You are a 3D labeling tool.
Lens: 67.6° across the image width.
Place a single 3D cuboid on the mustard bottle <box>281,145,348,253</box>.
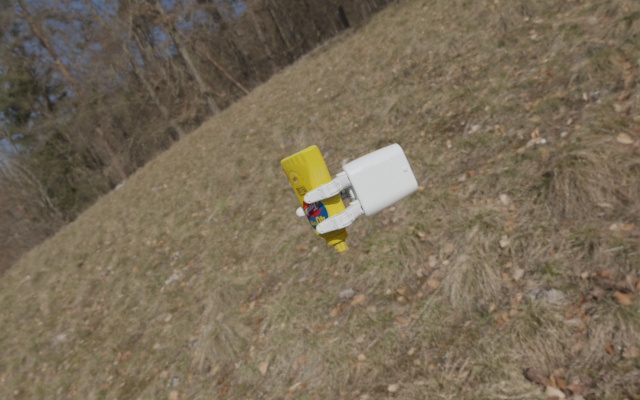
[{"bbox_3d":[0.000,0.003,0.841,0.058,0.191,0.096,-29,8,-30],"label":"mustard bottle"}]
